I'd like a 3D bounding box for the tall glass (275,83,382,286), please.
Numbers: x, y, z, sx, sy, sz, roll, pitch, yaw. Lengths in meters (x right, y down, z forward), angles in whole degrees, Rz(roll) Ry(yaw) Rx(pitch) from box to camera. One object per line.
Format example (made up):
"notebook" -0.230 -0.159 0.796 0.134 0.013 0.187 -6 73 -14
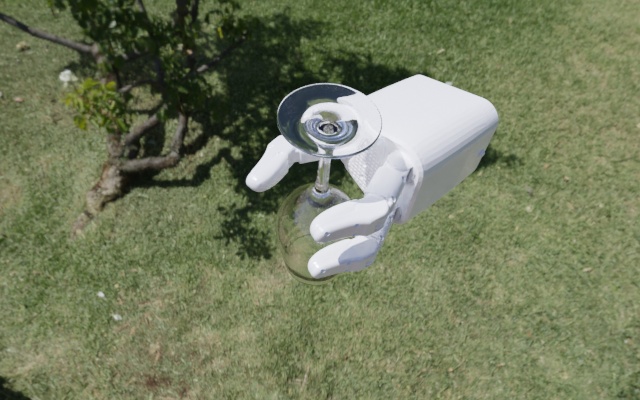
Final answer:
"tall glass" 0.000 0.001 0.412 0.079 0.079 0.201 0 -37 -5
